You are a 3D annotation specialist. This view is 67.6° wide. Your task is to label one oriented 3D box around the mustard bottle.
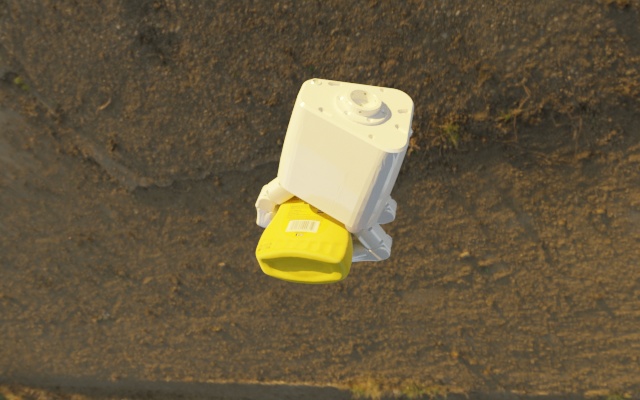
[{"bbox_3d":[0.000,0.002,0.543,0.096,0.058,0.191,0,45,18],"label":"mustard bottle"}]
